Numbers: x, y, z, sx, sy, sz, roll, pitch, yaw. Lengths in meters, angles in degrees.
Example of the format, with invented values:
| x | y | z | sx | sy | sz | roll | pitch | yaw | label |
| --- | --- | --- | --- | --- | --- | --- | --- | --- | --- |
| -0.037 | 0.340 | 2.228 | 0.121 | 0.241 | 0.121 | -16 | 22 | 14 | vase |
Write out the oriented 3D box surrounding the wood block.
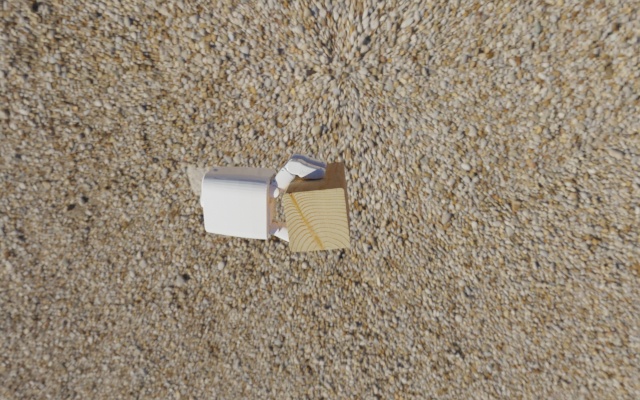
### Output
| x | y | z | sx | sy | sz | roll | pitch | yaw | label |
| --- | --- | --- | --- | --- | --- | --- | --- | --- | --- |
| 0.000 | 0.003 | 0.776 | 0.090 | 0.091 | 0.206 | -5 | 15 | 4 | wood block |
